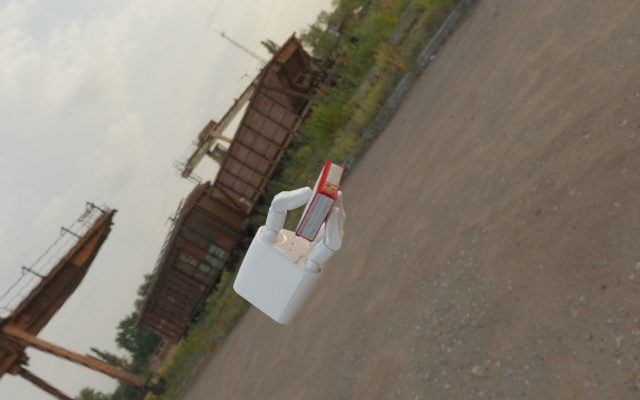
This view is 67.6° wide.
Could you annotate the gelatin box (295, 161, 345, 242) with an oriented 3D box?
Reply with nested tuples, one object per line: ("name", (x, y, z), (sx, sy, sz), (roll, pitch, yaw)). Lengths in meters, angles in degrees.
("gelatin box", (0.000, 0.002, 0.653), (0.030, 0.089, 0.073), (23, 39, -4))
